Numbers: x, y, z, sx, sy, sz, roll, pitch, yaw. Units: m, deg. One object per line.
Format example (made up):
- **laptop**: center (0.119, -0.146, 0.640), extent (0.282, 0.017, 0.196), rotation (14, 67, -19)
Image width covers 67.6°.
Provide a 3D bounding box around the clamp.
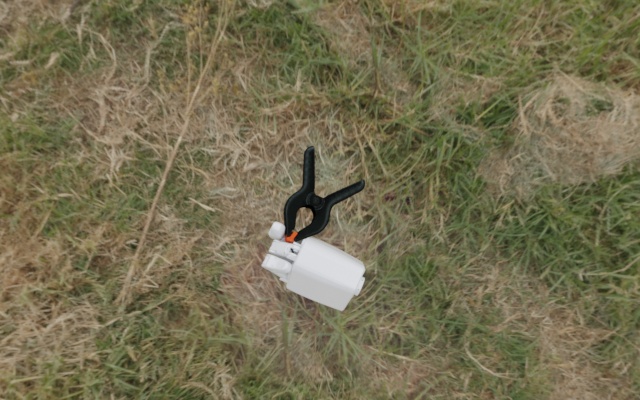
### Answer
- **clamp**: center (0.000, 0.003, 0.814), extent (0.120, 0.171, 0.039), rotation (23, -13, 0)
